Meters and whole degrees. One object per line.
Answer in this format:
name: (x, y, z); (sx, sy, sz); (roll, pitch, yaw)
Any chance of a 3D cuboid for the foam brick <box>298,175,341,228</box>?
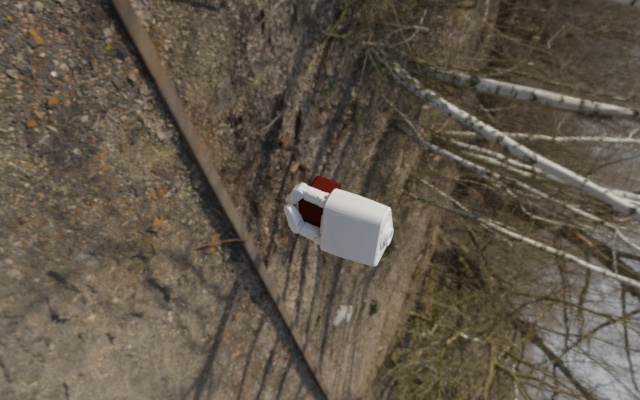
foam brick: (0.000, 0.003, 0.878); (0.051, 0.053, 0.078); (18, 51, 19)
